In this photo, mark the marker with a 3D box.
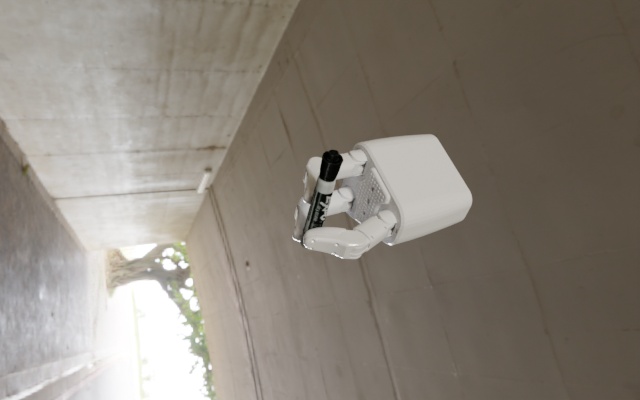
[{"bbox_3d":[0.000,0.002,0.454,0.020,0.121,0.020,8,42,-8],"label":"marker"}]
